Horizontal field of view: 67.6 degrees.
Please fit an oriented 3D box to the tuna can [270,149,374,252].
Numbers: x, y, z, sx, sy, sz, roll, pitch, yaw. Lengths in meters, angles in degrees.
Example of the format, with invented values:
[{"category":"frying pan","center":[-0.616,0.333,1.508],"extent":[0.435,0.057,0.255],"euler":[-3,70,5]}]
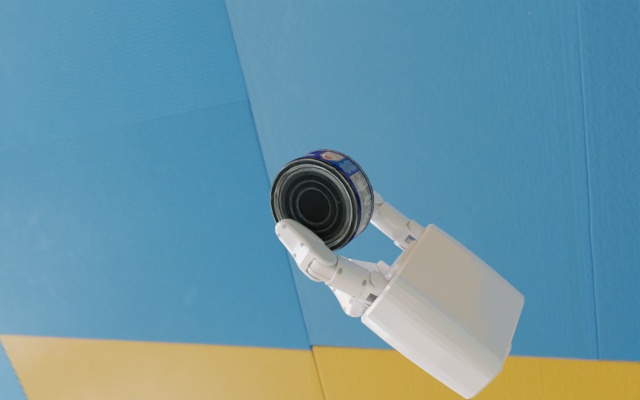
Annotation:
[{"category":"tuna can","center":[0.000,0.001,0.407],"extent":[0.086,0.086,0.033],"euler":[0,16,28]}]
